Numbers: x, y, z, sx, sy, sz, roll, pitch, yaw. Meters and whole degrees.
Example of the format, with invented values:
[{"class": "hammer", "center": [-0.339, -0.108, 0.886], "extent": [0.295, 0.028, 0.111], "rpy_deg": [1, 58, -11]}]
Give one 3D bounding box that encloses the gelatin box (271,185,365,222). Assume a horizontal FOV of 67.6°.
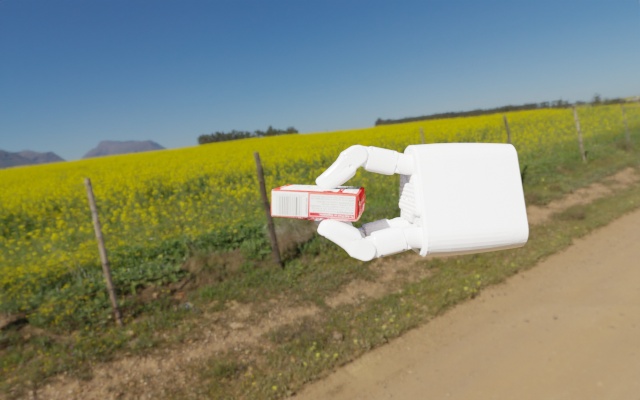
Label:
[{"class": "gelatin box", "center": [0.000, 0.001, 0.497], "extent": [0.089, 0.030, 0.073], "rpy_deg": [3, 7, 9]}]
